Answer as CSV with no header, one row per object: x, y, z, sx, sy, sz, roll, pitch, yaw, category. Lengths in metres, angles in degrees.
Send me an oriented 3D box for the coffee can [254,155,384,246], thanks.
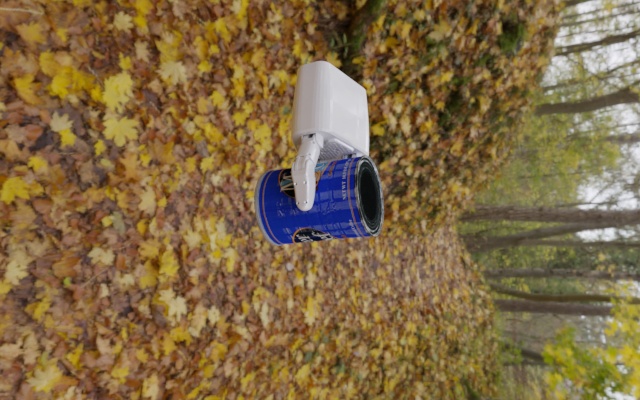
0.000,0.002,0.621,0.140,0.103,0.103,-7,-3,24,coffee can
